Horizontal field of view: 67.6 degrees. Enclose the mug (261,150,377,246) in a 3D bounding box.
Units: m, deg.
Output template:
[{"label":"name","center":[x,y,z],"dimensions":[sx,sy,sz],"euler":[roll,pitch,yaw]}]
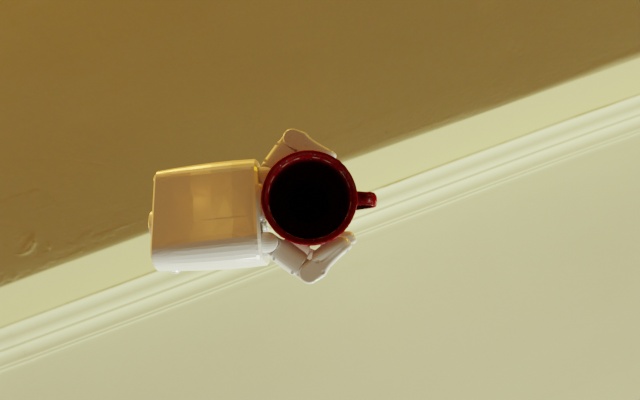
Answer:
[{"label":"mug","center":[0.002,0.001,0.498],"dimensions":[0.117,0.093,0.081],"euler":[-4,-8,-2]}]
